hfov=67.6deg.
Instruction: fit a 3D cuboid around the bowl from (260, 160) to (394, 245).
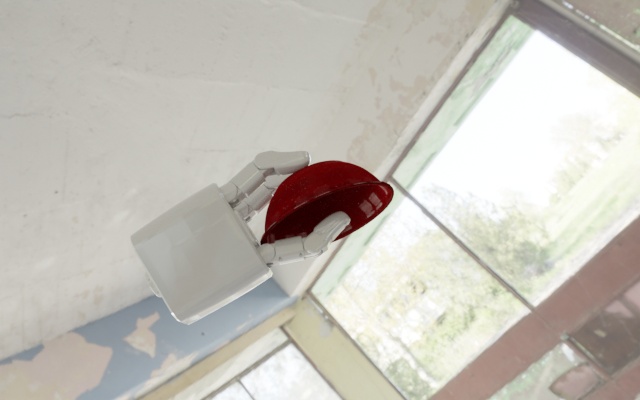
[{"bbox_3d":[0.001,0.001,0.546,0.162,0.055,0.162,-20,-22,-8],"label":"bowl"}]
